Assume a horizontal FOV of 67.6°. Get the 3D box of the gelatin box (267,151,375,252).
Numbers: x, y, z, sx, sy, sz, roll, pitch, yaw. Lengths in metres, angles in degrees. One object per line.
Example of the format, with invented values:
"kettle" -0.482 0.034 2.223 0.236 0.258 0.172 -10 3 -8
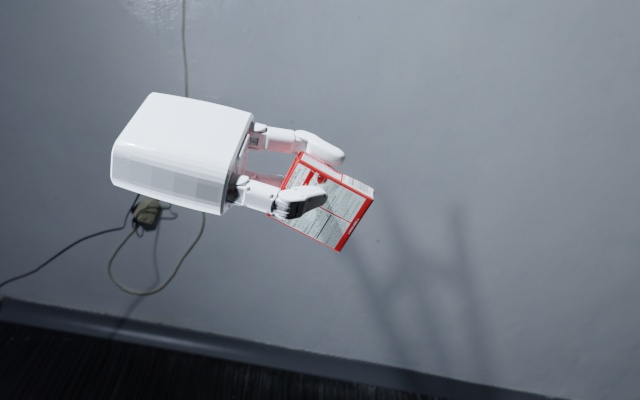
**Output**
"gelatin box" 0.000 0.002 0.494 0.089 0.073 0.030 28 26 -5
